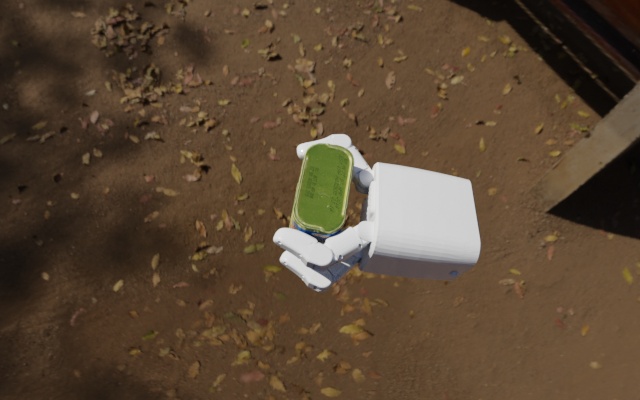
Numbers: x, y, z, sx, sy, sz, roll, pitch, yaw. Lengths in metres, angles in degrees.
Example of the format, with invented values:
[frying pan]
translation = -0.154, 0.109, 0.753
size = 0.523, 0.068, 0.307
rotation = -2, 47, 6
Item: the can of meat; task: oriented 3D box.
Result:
[can of meat]
translation = 0.000, 0.001, 0.502
size = 0.057, 0.102, 0.084
rotation = 11, -24, -2
